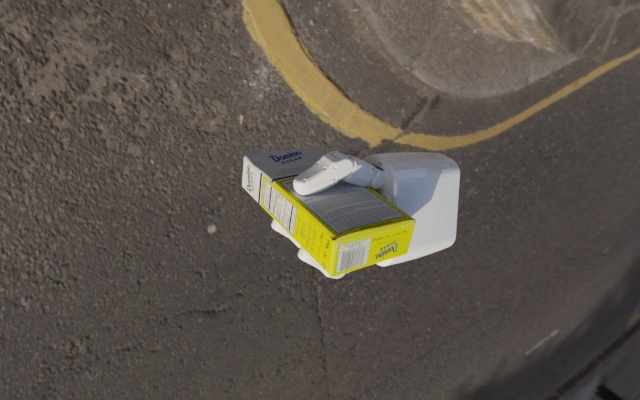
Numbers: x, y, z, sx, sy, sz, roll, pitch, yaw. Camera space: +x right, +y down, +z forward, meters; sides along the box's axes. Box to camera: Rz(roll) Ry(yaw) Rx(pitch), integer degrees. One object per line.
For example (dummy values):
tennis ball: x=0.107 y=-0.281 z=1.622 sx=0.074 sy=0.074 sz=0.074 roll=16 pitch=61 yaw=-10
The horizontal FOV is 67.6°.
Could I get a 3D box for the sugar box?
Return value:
sugar box: x=0.000 y=0.002 z=0.481 sx=0.093 sy=0.048 sz=0.176 roll=-10 pitch=31 yaw=-32
